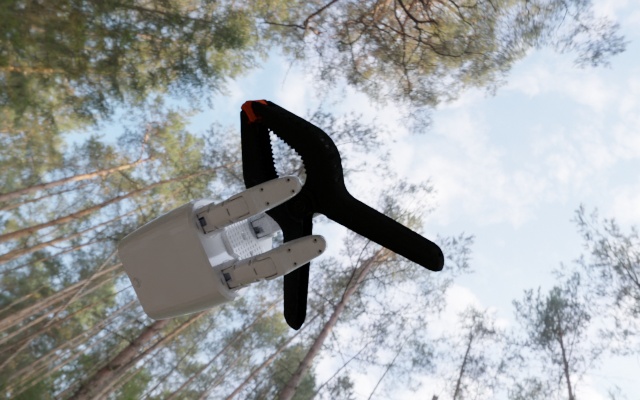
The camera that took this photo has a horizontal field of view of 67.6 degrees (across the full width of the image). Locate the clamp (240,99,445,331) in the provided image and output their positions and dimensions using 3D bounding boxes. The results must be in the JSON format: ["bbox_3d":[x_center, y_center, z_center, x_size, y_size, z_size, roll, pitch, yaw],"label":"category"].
[{"bbox_3d":[0.000,0.001,0.416,0.164,0.210,0.036,-22,4,26],"label":"clamp"}]
